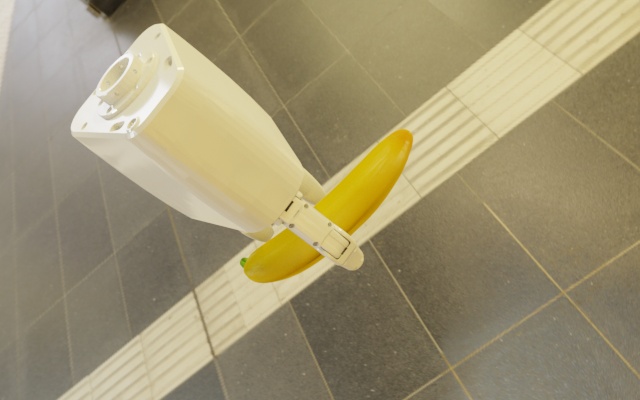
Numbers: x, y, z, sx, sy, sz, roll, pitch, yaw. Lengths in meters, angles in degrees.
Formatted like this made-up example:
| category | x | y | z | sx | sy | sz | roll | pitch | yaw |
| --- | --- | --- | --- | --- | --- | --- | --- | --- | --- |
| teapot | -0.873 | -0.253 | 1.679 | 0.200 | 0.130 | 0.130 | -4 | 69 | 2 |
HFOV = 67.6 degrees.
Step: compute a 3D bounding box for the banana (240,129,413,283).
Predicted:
| category | x | y | z | sx | sy | sz | roll | pitch | yaw |
| --- | --- | --- | --- | --- | --- | --- | --- | --- | --- |
| banana | 0.001 | 0.014 | 0.395 | 0.037 | 0.198 | 0.069 | 43 | 17 | -34 |
